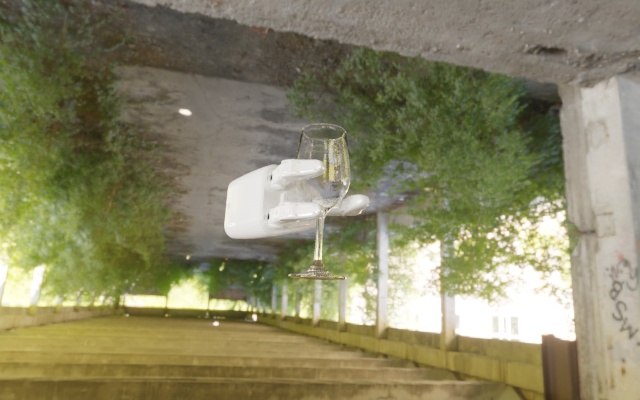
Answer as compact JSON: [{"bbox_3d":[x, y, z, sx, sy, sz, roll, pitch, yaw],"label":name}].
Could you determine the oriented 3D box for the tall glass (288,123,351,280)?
[{"bbox_3d":[0.000,0.003,0.633,0.079,0.201,0.079,3,-13,1],"label":"tall glass"}]
